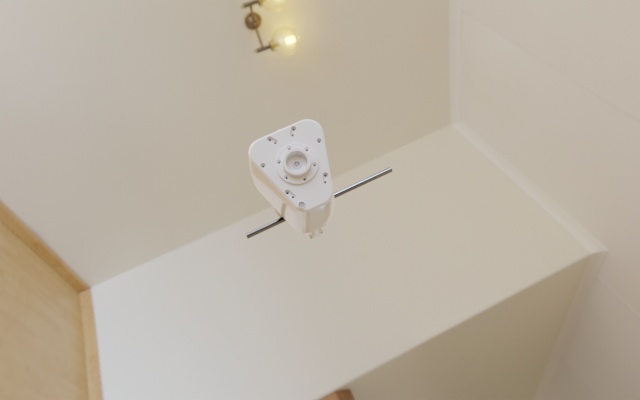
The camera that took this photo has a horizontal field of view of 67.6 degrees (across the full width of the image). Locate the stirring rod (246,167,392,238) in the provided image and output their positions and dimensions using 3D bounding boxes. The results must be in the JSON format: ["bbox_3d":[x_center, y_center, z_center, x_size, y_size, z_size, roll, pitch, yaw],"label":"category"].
[{"bbox_3d":[0.000,0.002,0.715,0.239,0.011,0.011,-25,3,-8],"label":"stirring rod"}]
